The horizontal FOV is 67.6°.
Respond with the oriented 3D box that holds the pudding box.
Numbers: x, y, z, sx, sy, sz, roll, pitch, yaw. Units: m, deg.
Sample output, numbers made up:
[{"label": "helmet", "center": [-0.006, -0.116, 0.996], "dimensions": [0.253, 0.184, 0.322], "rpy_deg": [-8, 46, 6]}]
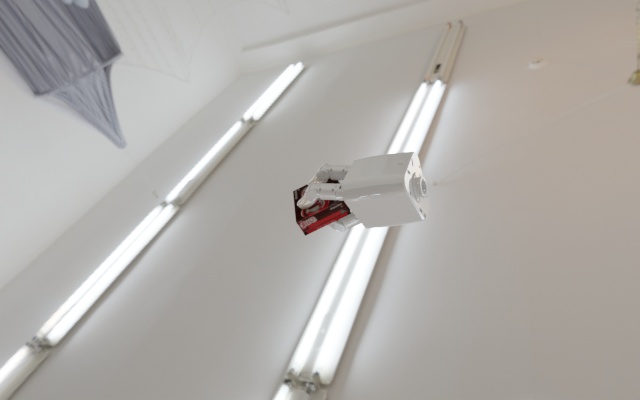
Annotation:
[{"label": "pudding box", "center": [0.000, 0.003, 0.841], "dimensions": [0.090, 0.039, 0.113], "rpy_deg": [-25, 27, 8]}]
